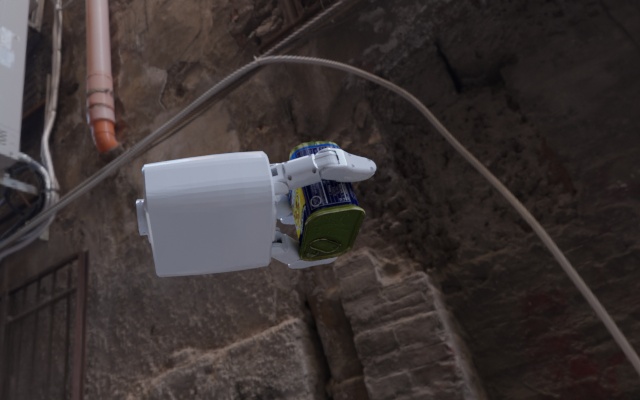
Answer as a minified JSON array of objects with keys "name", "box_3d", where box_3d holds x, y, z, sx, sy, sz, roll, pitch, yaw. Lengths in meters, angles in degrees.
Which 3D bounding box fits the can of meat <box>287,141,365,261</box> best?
[{"name":"can of meat","box_3d":[0.000,0.001,0.485,0.057,0.084,0.102,-9,-30,-13]}]
